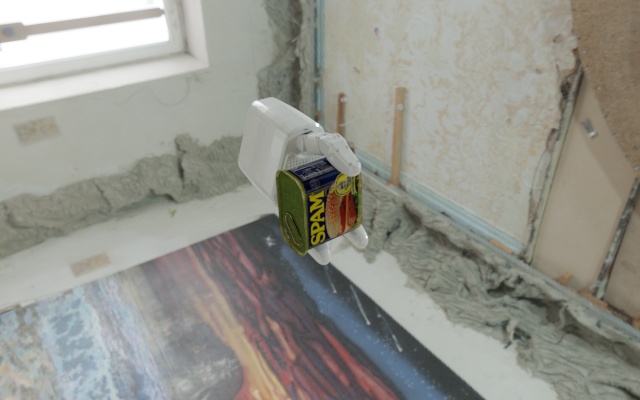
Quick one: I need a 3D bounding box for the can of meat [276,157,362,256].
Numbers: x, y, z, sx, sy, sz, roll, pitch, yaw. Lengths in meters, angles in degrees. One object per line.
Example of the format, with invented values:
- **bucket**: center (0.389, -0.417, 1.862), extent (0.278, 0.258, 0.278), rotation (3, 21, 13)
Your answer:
- **can of meat**: center (0.000, 0.002, 0.554), extent (0.084, 0.102, 0.057), rotation (-22, 38, -28)
